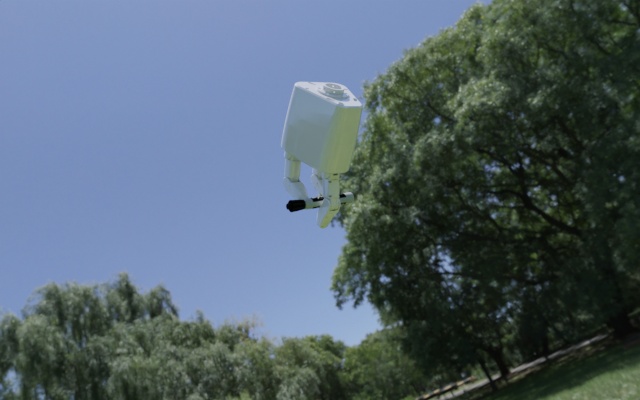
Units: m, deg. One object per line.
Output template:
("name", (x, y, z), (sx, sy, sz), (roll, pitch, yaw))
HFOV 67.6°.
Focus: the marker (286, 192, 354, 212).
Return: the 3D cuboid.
("marker", (0.000, 0.002, 0.751), (0.121, 0.020, 0.020), (-8, 4, -34))
